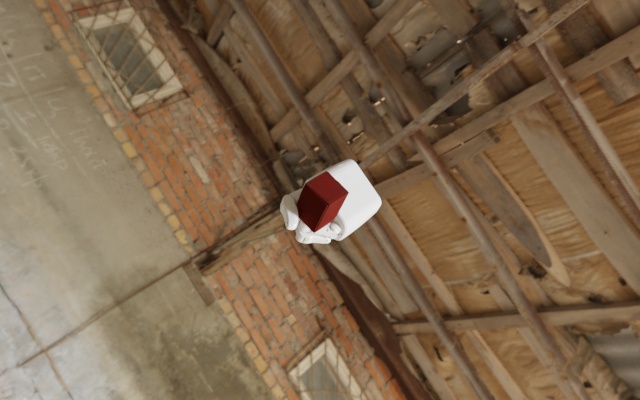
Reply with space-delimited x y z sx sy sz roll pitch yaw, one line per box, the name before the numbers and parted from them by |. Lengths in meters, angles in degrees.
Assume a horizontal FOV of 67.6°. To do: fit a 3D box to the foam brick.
foam brick | 0.000 0.002 0.758 0.051 0.053 0.078 -32 -21 -37
